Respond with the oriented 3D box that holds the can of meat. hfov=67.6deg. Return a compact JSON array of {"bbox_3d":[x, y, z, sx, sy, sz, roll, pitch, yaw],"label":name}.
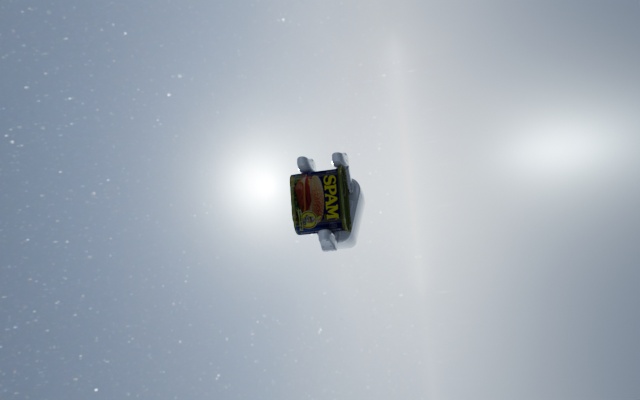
[{"bbox_3d":[0.000,0.003,0.747,0.084,0.102,0.057,-7,-11,11],"label":"can of meat"}]
